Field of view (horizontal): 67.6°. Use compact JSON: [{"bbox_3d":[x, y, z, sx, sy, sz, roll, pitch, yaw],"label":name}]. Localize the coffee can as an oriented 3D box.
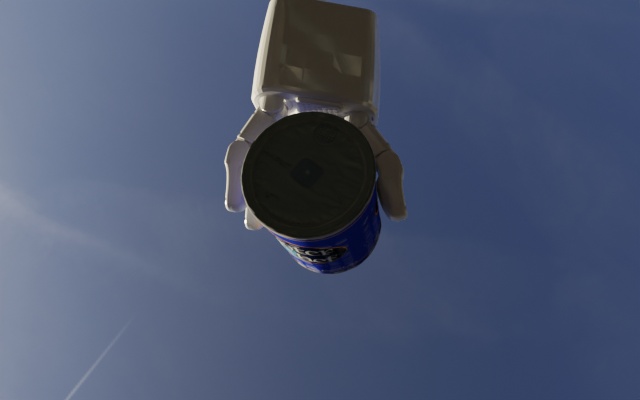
[{"bbox_3d":[0.000,0.002,0.420,0.103,0.102,0.140,0,-19,9],"label":"coffee can"}]
